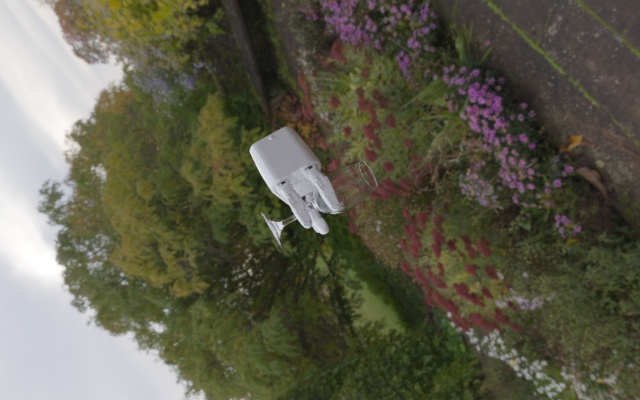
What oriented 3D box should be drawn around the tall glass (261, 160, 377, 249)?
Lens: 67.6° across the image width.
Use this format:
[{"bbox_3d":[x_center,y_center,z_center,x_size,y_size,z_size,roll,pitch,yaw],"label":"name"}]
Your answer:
[{"bbox_3d":[0.000,0.003,0.842,0.201,0.079,0.079,-30,4,-8],"label":"tall glass"}]
